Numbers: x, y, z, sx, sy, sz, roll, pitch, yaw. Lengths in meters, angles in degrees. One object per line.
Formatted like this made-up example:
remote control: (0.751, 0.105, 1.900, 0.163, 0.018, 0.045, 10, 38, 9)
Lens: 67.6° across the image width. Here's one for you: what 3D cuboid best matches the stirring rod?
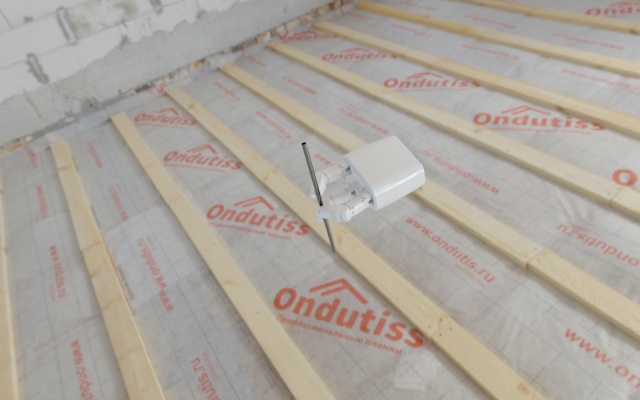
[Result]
stirring rod: (0.000, 0.003, 0.818, 0.011, 0.240, 0.011, -10, 38, 8)
